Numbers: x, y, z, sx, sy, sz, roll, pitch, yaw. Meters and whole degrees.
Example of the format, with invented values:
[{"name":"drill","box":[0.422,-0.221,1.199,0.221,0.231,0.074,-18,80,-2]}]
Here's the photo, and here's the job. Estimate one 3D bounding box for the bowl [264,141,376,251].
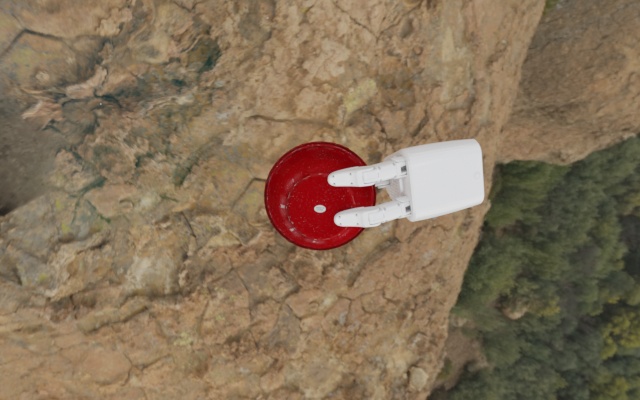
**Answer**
[{"name":"bowl","box":[-0.001,0.003,0.658,0.162,0.162,0.055,0,15,-1]}]
